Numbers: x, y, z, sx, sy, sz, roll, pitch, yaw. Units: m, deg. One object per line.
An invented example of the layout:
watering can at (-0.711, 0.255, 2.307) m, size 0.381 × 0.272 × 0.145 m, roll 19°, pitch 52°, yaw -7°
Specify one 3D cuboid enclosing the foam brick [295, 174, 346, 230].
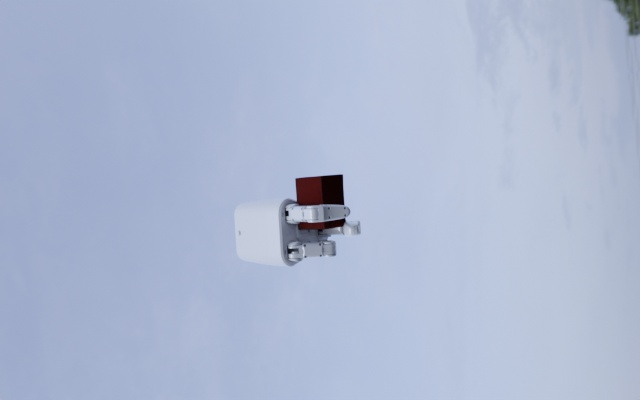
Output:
foam brick at (0.000, 0.002, 0.695) m, size 0.051 × 0.078 × 0.053 m, roll -2°, pitch 2°, yaw 40°
